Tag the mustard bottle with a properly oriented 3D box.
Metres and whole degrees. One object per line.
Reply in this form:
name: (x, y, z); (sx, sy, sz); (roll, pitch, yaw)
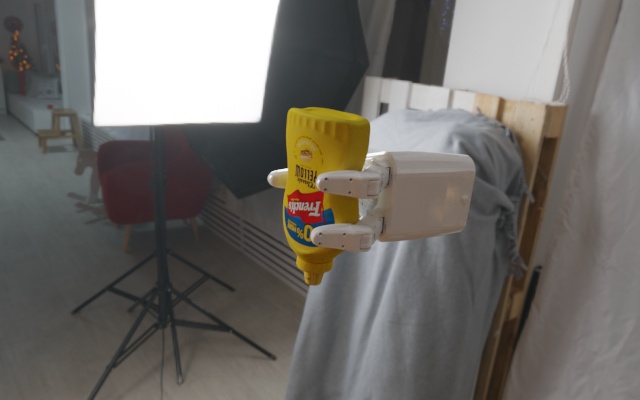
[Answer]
mustard bottle: (0.000, 0.001, 0.511); (0.096, 0.192, 0.058); (21, 24, 41)
